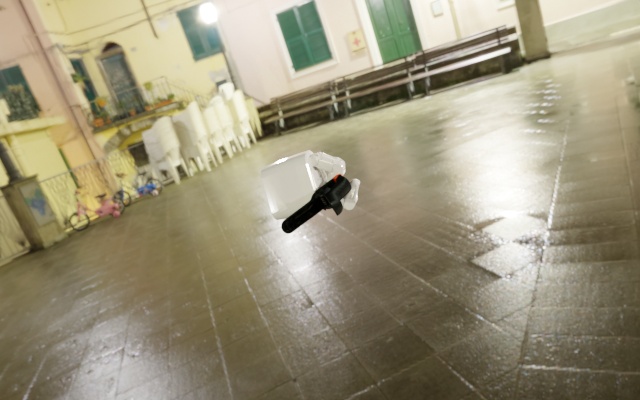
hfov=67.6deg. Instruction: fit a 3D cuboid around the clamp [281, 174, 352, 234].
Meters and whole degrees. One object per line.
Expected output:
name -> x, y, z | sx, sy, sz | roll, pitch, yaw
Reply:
clamp -> 0.000, 0.002, 0.840 | 0.120, 0.039, 0.171 | -18, 14, 21
